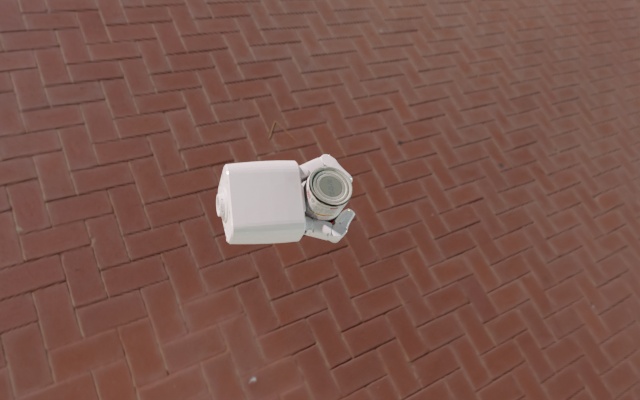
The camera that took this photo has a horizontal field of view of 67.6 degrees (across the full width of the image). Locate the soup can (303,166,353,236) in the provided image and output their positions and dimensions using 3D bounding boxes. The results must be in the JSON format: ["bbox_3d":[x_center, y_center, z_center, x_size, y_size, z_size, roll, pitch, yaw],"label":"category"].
[{"bbox_3d":[0.001,0.002,0.721,0.068,0.068,0.102,0,-29,-20],"label":"soup can"}]
